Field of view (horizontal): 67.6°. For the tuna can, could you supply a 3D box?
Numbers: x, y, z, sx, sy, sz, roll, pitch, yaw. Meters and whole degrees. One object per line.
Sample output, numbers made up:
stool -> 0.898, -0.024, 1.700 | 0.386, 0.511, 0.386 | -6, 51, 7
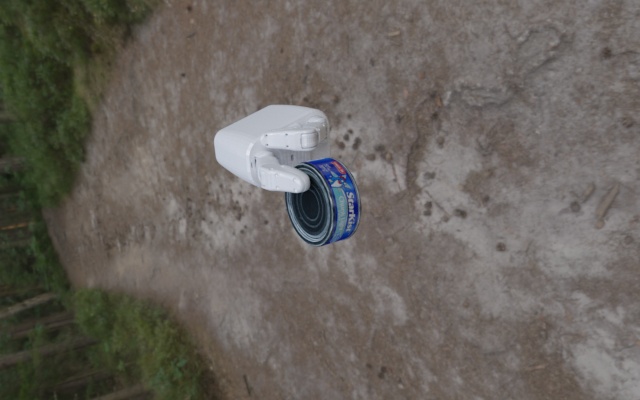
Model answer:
tuna can -> 0.000, 0.002, 0.472 | 0.034, 0.086, 0.086 | -13, 7, -34
